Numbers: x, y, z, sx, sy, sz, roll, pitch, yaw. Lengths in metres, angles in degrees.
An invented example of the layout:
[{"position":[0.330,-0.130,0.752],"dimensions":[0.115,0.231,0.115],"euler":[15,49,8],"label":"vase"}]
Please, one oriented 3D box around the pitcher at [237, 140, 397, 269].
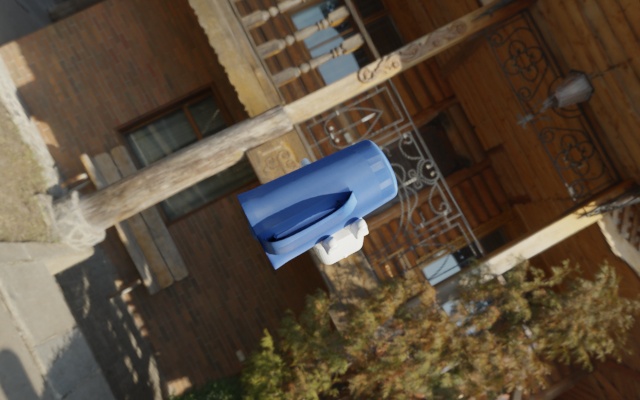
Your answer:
[{"position":[0.000,0.003,0.768],"dimensions":[0.243,0.149,0.145],"euler":[-28,-26,-6],"label":"pitcher"}]
